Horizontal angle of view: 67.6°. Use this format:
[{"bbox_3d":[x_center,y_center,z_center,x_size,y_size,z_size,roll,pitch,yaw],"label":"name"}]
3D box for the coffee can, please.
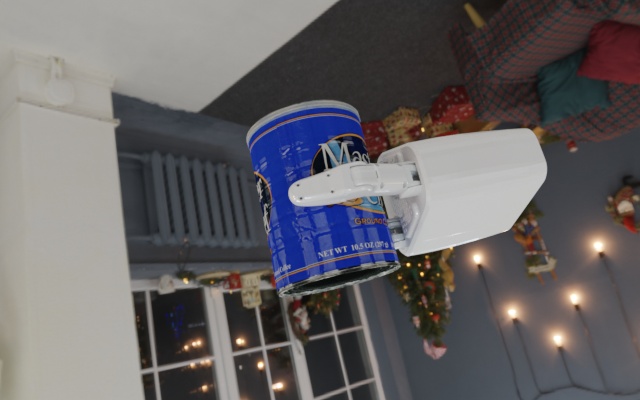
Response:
[{"bbox_3d":[0.000,0.001,0.408,0.103,0.140,0.103,-12,-16,-4],"label":"coffee can"}]
